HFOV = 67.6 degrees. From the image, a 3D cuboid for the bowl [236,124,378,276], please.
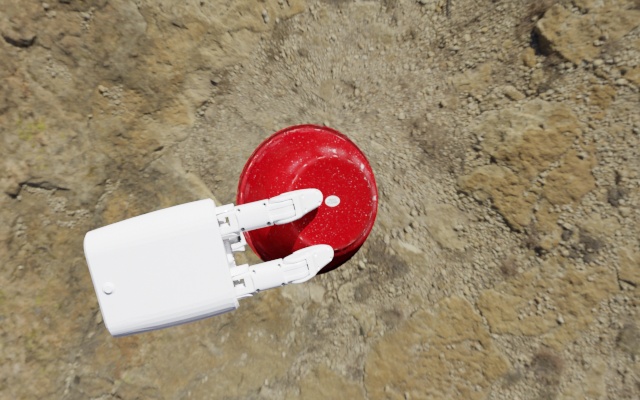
[{"bbox_3d":[0.001,0.001,0.483,0.162,0.162,0.055,0,3,-24],"label":"bowl"}]
